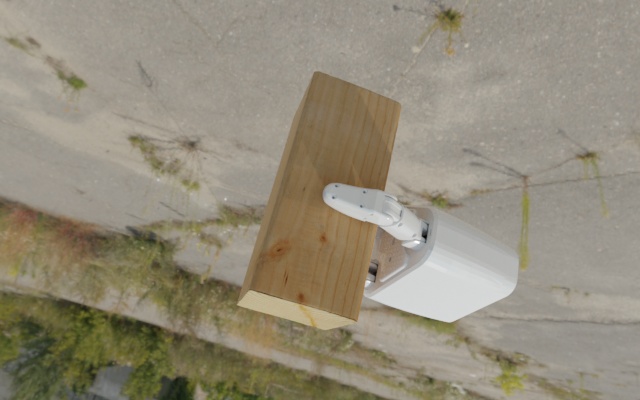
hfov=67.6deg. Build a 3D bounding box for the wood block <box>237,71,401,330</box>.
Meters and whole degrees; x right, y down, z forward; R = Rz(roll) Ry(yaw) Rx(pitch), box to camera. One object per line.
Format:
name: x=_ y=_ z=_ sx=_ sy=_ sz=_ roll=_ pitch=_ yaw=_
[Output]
wood block: x=0.000 y=0.002 z=0.437 sx=0.090 sy=0.206 sz=0.091 roll=19 pitch=-23 yaw=-10
